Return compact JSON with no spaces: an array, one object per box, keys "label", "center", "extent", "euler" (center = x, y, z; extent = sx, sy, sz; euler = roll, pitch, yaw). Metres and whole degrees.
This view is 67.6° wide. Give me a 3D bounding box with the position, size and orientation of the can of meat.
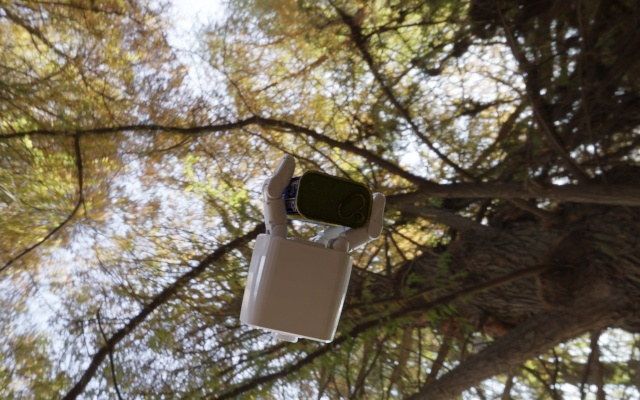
[{"label":"can of meat","center":[0.000,0.002,0.599],"extent":[0.102,0.057,0.084],"euler":[13,-9,-26]}]
